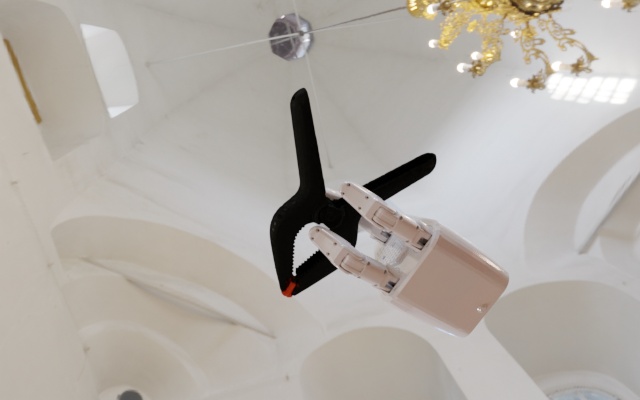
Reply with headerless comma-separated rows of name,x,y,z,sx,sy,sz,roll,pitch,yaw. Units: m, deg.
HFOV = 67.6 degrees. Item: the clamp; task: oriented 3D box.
clamp,0.000,0.002,0.491,0.164,0.210,0.036,31,11,-18
